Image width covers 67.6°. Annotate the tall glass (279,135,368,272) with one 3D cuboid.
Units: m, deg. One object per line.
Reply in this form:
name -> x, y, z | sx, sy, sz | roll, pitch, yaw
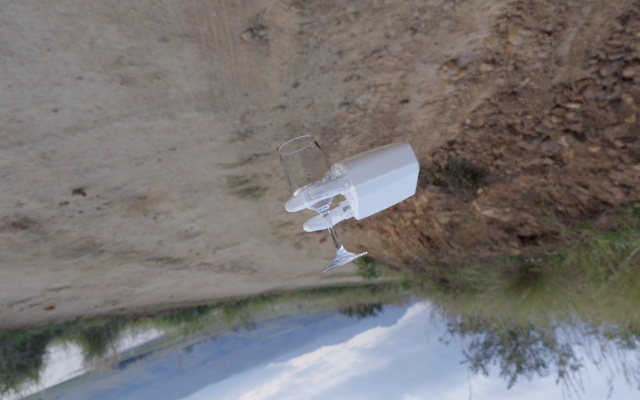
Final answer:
tall glass -> 0.000, 0.003, 0.733 | 0.079, 0.201, 0.079 | -22, -10, -4
